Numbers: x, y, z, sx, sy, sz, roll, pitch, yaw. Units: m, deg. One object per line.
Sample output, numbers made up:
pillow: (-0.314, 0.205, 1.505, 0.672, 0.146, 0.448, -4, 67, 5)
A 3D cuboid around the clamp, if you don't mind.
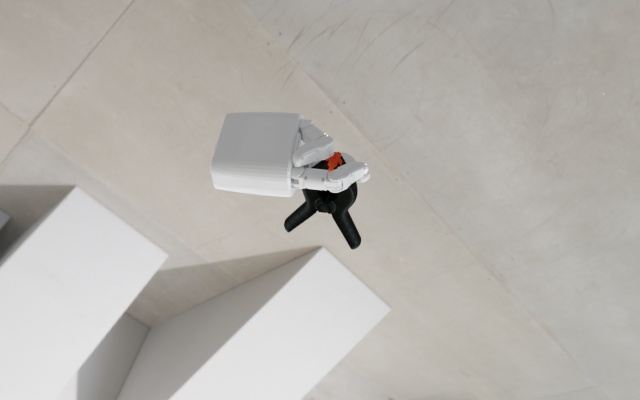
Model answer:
clamp: (0.000, 0.003, 0.685, 0.120, 0.172, 0.039, 4, 42, 8)
